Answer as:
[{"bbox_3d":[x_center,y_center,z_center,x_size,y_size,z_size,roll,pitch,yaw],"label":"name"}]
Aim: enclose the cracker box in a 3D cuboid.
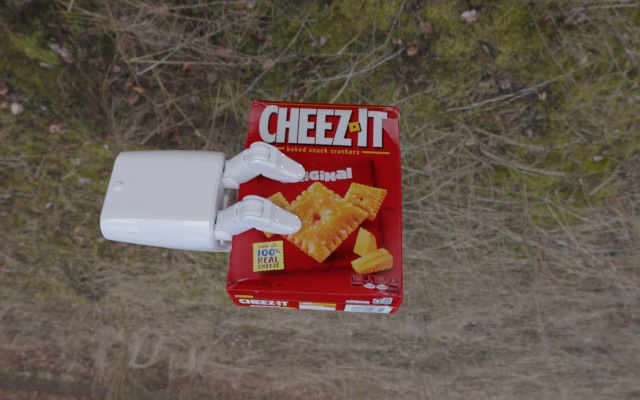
[{"bbox_3d":[0.000,0.002,0.495,0.164,0.213,0.072,3,-25,1],"label":"cracker box"}]
